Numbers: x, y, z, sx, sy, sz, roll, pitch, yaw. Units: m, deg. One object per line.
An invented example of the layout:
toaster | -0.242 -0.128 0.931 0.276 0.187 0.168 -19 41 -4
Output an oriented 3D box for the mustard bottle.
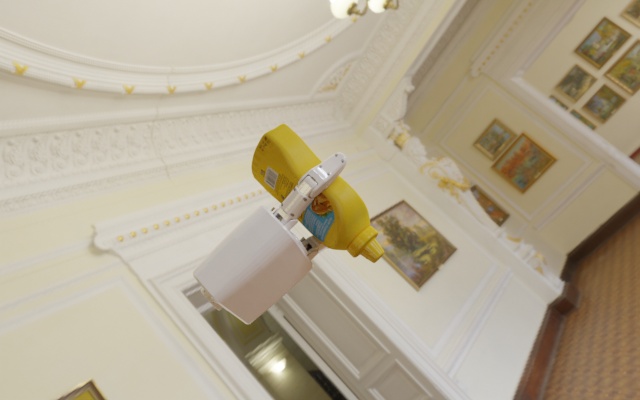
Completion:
mustard bottle | 0.000 0.001 0.568 0.058 0.191 0.096 -35 -19 -34
